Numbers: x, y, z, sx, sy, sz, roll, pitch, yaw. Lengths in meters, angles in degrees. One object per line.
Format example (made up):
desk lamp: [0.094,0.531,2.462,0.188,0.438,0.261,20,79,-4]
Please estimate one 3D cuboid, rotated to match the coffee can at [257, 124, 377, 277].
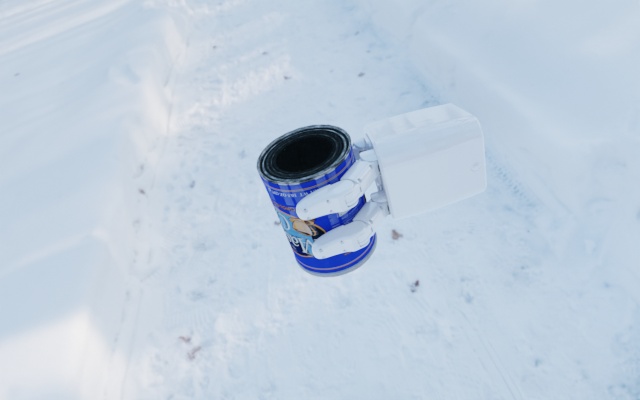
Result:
coffee can: [0.000,0.002,0.535,0.103,0.140,0.102,-12,38,9]
